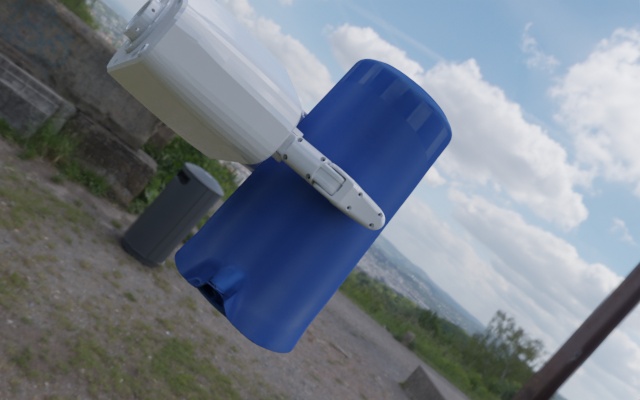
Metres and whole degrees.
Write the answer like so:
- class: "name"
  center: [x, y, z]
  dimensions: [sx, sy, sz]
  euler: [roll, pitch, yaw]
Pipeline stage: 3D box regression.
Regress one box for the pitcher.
- class: "pitcher"
  center: [0.000, 0.001, 0.431]
  dimensions: [0.145, 0.243, 0.149]
  euler: [40, 1, -33]
